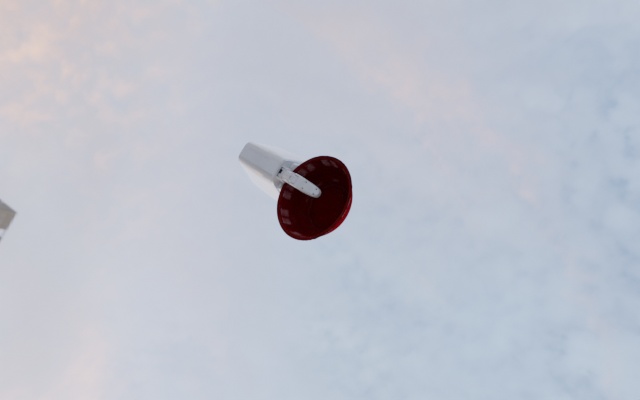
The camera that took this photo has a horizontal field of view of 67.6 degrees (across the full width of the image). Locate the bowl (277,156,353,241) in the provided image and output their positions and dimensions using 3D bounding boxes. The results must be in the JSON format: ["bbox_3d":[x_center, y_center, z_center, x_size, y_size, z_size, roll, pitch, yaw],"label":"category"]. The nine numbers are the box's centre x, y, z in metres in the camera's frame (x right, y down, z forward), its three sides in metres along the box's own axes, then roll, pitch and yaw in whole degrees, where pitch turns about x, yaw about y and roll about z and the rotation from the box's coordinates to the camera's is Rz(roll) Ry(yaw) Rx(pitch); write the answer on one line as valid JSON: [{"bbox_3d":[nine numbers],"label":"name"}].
[{"bbox_3d":[0.001,0.004,0.859,0.162,0.162,0.055,0,-22,37],"label":"bowl"}]
